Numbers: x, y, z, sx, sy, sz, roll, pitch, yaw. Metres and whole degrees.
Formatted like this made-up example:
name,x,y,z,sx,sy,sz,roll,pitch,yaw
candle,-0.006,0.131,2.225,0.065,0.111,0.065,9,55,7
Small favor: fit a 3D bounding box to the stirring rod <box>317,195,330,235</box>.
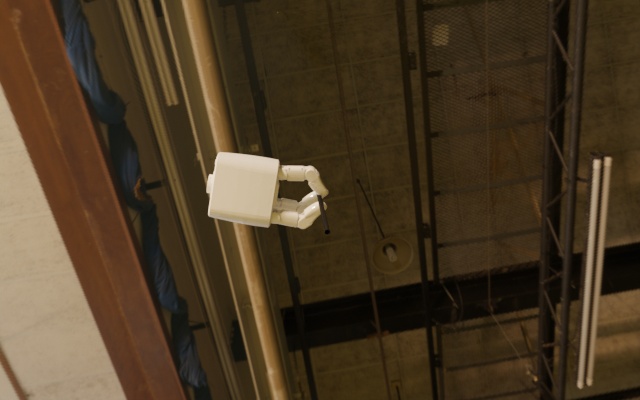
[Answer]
name,x,y,z,sx,sy,sz,roll,pitch,yaw
stirring rod,0.000,0.003,0.811,0.011,0.011,0.239,0,21,-5
